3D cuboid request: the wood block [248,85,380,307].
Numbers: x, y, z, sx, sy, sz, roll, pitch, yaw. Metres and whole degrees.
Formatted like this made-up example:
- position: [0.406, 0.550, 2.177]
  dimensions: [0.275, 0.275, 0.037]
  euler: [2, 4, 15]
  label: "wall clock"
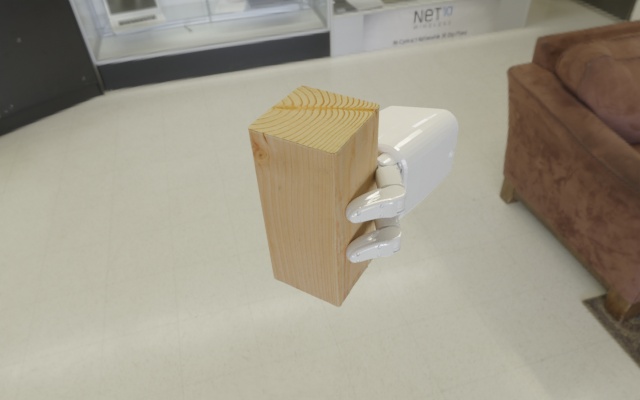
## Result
- position: [0.000, 0.001, 0.494]
  dimensions: [0.091, 0.206, 0.090]
  euler: [20, 46, 25]
  label: "wood block"
